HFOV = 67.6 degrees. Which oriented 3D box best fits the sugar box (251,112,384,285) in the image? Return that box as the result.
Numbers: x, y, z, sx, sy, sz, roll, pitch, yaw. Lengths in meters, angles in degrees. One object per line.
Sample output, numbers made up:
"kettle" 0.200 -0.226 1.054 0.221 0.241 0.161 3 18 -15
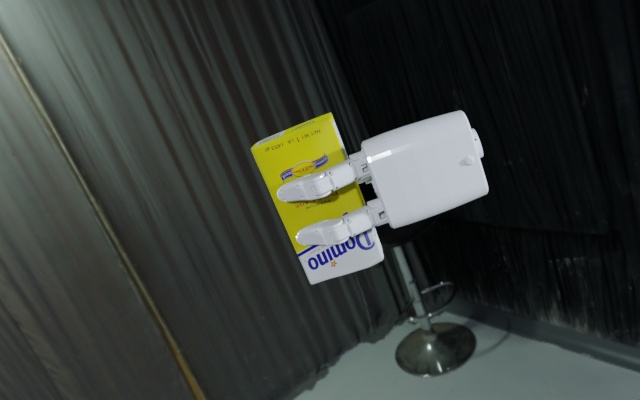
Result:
"sugar box" 0.000 0.002 0.537 0.093 0.176 0.048 -20 16 10
